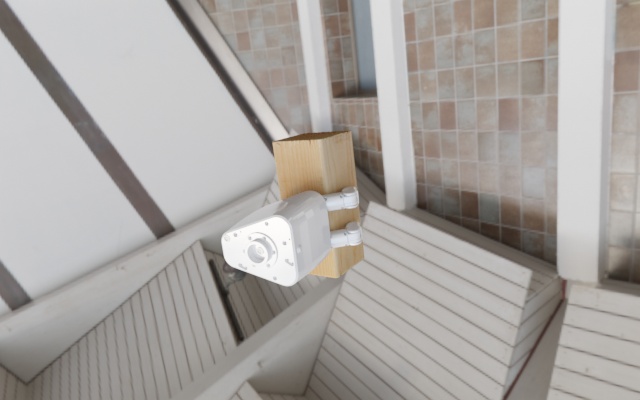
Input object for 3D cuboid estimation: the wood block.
[{"bbox_3d":[0.000,0.003,0.735,0.091,0.206,0.090,3,17,34],"label":"wood block"}]
